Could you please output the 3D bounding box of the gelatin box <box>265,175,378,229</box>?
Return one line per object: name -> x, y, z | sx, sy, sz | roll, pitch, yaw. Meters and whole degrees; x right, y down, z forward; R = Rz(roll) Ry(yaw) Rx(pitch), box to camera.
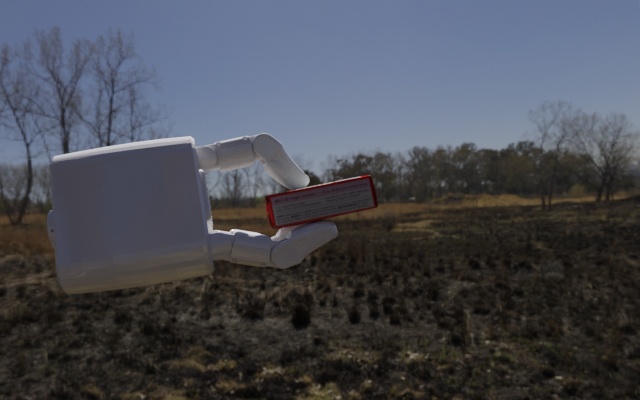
gelatin box -> 0.000, 0.001, 0.413 | 0.089, 0.030, 0.073 | -12, 1, -1
